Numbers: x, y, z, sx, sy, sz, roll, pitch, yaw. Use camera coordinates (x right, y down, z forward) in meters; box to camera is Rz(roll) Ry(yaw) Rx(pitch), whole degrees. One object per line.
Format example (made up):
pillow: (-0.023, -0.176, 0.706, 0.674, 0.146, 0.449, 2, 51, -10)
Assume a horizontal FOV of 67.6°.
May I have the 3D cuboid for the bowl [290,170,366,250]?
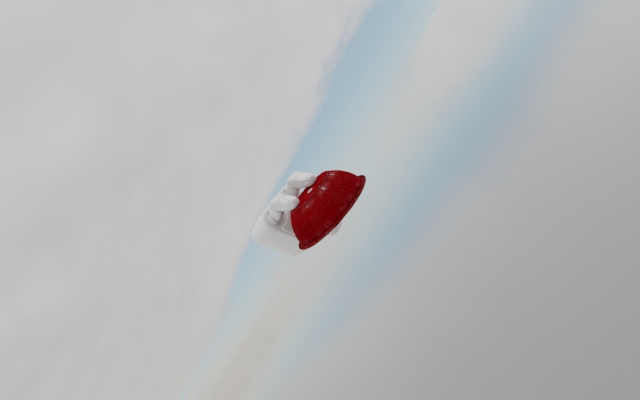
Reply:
bowl: (0.001, 0.002, 0.785, 0.055, 0.162, 0.162, 42, -11, -12)
